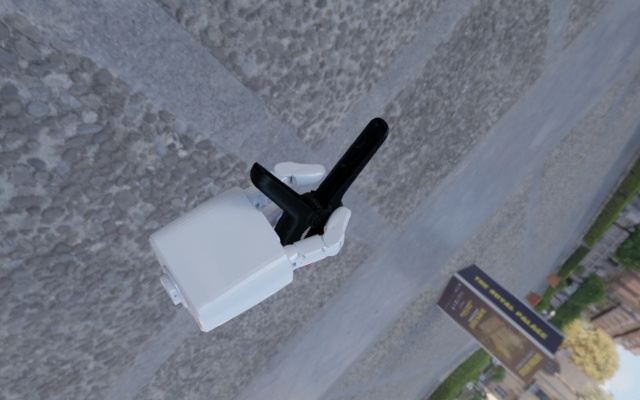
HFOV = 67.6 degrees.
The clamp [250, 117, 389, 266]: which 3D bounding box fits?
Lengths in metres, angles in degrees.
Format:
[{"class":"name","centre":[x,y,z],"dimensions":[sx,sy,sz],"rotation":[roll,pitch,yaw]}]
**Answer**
[{"class":"clamp","centre":[0.000,0.003,0.543],"dimensions":[0.164,0.036,0.210],"rotation":[-27,-31,-22]}]
